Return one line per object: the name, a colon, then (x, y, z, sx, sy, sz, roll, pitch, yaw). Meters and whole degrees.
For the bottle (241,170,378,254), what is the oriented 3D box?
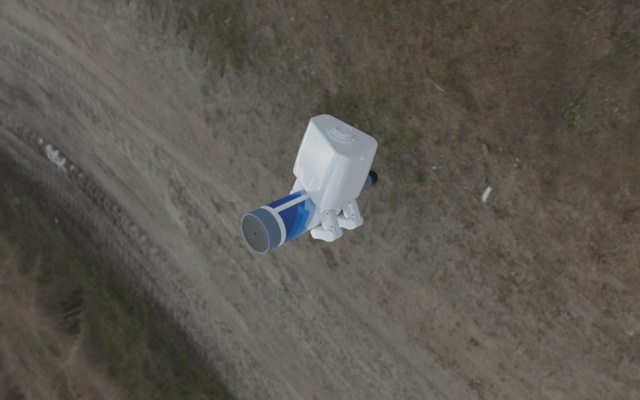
bottle: (0.000, 0.003, 0.818, 0.069, 0.069, 0.295, 0, 19, 46)
